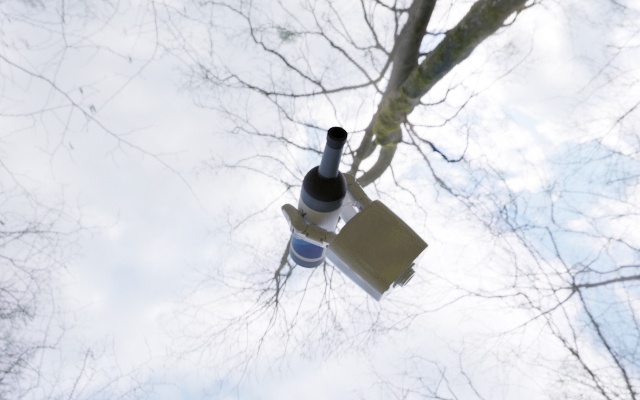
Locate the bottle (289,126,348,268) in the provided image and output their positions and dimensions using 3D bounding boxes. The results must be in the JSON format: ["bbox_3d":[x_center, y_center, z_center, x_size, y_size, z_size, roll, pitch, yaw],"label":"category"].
[{"bbox_3d":[0.000,0.002,0.726,0.069,0.069,0.296,0,-37,-11],"label":"bottle"}]
